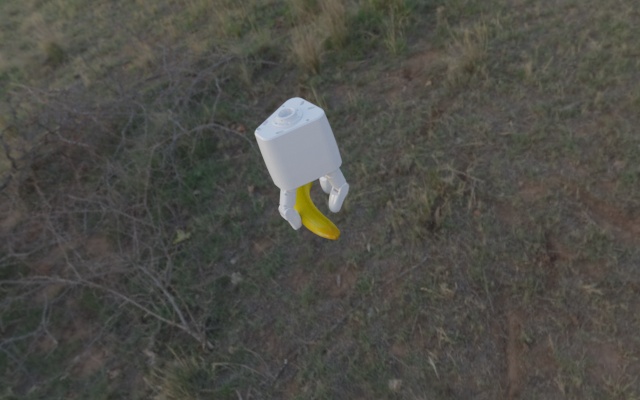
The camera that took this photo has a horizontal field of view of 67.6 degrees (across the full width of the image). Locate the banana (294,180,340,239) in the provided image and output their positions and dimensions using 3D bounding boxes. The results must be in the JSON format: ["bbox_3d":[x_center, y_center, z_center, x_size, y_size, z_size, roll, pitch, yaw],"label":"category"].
[{"bbox_3d":[-0.018,0.006,0.875,0.069,0.037,0.197,-17,40,0],"label":"banana"}]
